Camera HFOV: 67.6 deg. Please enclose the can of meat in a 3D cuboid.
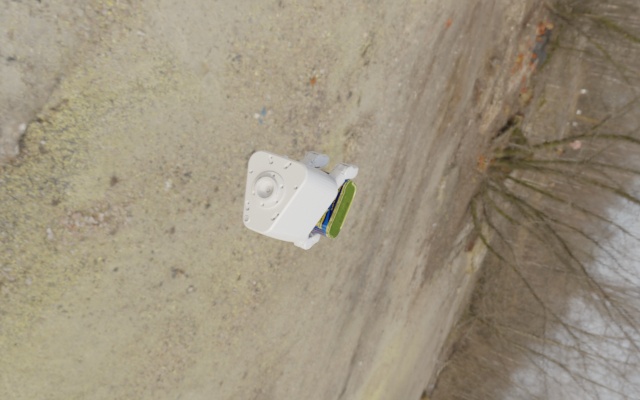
[{"bbox_3d":[0.000,0.003,0.763,0.084,0.102,0.057,20,-5,24],"label":"can of meat"}]
